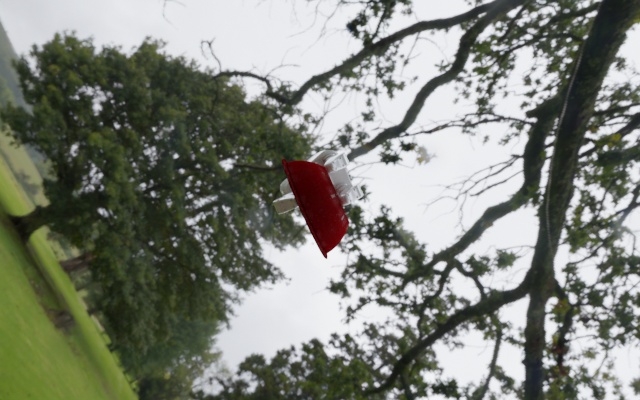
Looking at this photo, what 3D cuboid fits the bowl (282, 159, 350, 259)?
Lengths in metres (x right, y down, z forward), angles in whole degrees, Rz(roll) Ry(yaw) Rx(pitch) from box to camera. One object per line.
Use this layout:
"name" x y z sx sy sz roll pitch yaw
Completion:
"bowl" 0.001 0.003 0.704 0.055 0.162 0.162 -24 -1 2
